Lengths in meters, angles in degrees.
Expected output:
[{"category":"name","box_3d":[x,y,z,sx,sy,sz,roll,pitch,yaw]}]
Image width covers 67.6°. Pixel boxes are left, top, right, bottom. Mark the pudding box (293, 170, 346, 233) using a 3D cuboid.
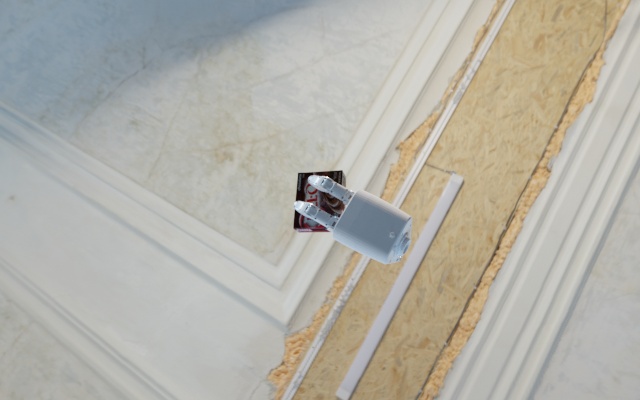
[{"category":"pudding box","box_3d":[0.000,0.003,0.886,0.090,0.113,0.039,-2,-20,18]}]
